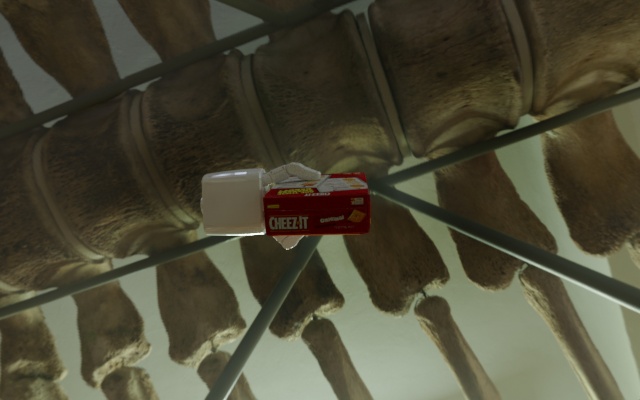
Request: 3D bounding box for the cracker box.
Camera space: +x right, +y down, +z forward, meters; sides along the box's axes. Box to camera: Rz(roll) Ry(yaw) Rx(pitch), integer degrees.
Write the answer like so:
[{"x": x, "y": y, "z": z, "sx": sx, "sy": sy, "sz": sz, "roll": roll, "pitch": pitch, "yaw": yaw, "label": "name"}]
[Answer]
[{"x": 0.000, "y": 0.002, "z": 0.825, "sx": 0.164, "sy": 0.072, "sz": 0.213, "roll": -2, "pitch": 12, "yaw": 4, "label": "cracker box"}]
